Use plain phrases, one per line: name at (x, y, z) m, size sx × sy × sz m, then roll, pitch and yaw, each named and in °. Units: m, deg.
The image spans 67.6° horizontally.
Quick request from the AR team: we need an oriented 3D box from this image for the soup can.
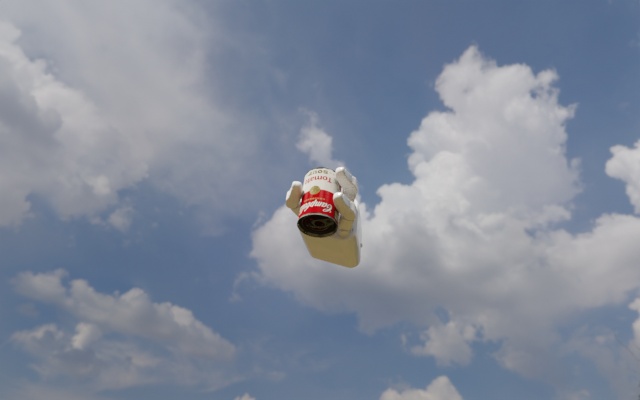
soup can at (0.000, 0.002, 0.813) m, size 0.068 × 0.102 × 0.069 m, roll 5°, pitch -37°, yaw 4°
